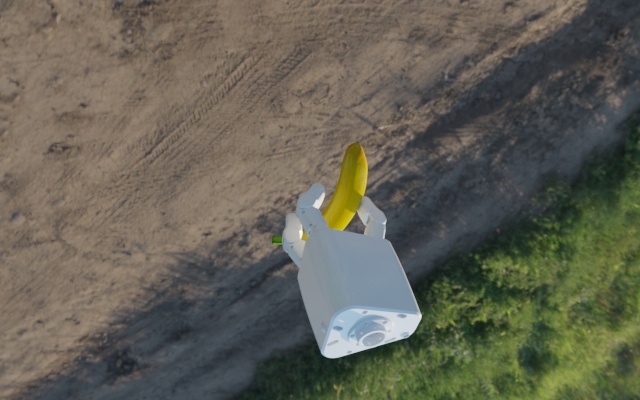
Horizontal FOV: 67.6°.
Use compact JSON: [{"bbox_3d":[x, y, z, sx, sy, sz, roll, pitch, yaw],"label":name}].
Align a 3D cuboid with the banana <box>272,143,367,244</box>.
[{"bbox_3d":[0.013,0.011,0.636,0.070,0.198,0.037,23,33,-29],"label":"banana"}]
